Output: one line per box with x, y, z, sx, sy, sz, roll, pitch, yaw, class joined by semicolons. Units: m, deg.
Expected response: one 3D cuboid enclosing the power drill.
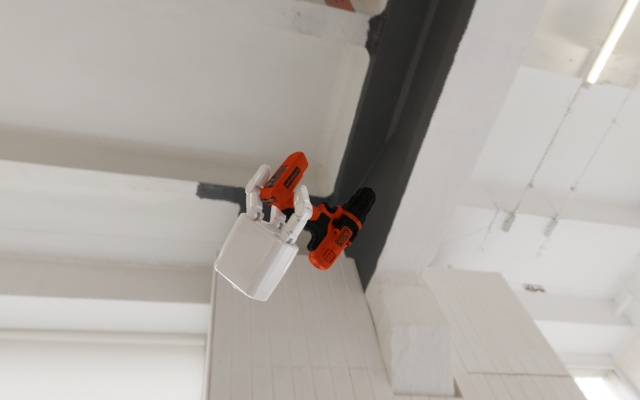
0.000;0.003;0.850;0.188;0.184;0.057;45;-23;-20;power drill
